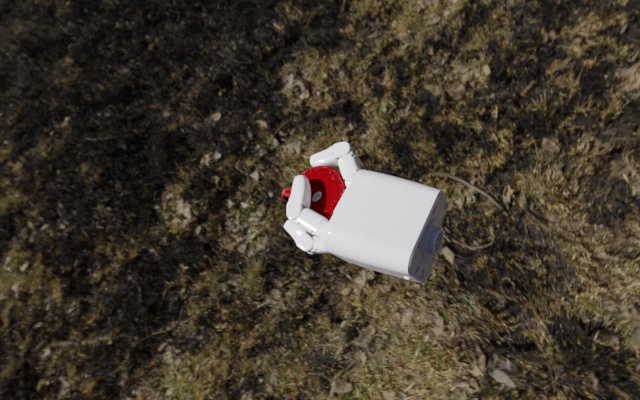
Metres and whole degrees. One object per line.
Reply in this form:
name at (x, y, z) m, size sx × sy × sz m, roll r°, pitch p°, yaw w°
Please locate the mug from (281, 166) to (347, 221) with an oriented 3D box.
mug at (-0.001, 0.002, 0.640) m, size 0.117 × 0.093 × 0.081 m, roll 14°, pitch -12°, yaw 29°
